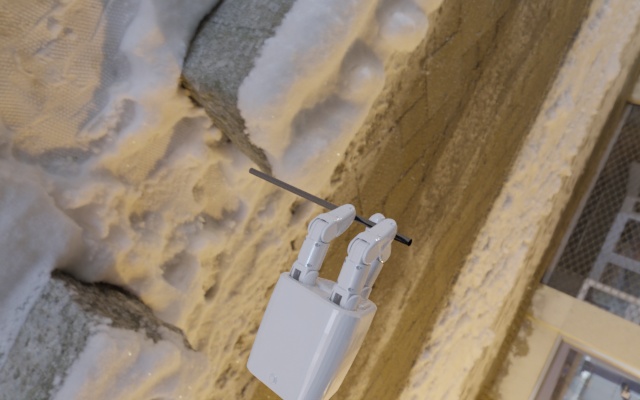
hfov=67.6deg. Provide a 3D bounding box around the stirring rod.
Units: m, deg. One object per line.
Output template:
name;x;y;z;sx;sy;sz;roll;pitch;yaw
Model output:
stirring rod;0.000;0.002;0.546;0.239;0.011;0.011;24;15;35
